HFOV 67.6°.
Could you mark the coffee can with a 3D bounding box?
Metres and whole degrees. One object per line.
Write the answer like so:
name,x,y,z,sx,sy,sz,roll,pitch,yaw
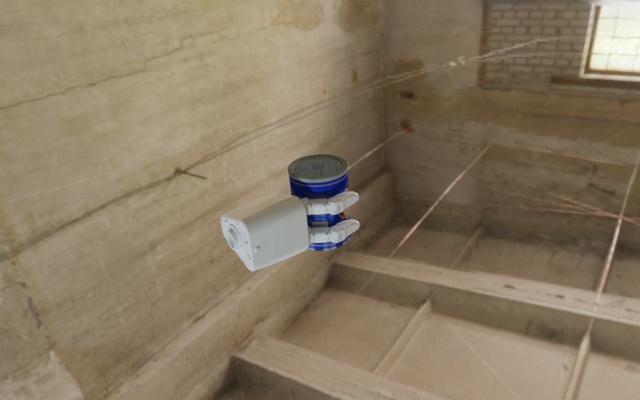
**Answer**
coffee can,0.000,0.003,0.839,0.103,0.140,0.102,-3,28,2
